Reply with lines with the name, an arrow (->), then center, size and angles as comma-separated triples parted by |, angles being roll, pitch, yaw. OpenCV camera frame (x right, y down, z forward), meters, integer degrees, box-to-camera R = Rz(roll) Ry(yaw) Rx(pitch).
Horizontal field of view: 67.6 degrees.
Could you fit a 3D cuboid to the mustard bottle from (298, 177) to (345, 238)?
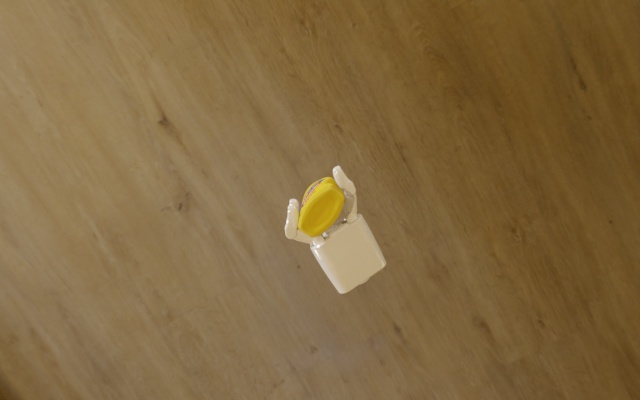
mustard bottle -> 0.000, 0.003, 0.893 | 0.058, 0.096, 0.191 | 35, 8, -7
